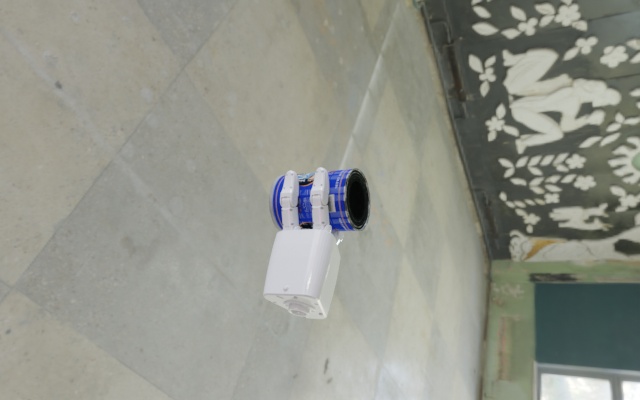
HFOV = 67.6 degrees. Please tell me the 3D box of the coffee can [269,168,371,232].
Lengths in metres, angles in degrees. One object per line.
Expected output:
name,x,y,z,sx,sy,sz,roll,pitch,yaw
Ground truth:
coffee can,0.000,0.003,0.801,0.140,0.103,0.103,-4,-2,27
